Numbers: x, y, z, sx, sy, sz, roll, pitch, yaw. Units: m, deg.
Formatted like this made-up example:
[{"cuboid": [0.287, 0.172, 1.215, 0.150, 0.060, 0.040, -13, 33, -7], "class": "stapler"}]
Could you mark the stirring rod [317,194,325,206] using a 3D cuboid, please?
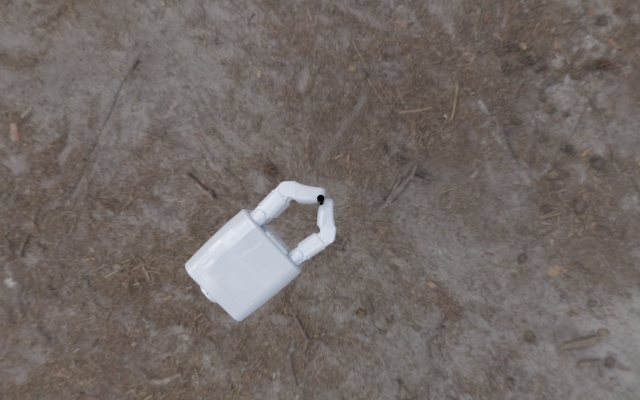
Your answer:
[{"cuboid": [0.000, 0.002, 0.611, 0.011, 0.011, 0.239, 0, -2, 0], "class": "stirring rod"}]
